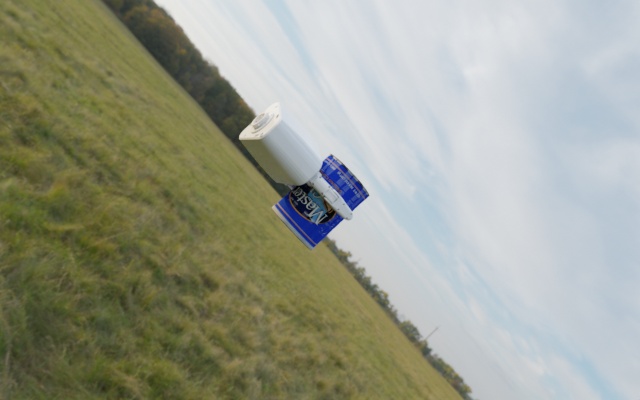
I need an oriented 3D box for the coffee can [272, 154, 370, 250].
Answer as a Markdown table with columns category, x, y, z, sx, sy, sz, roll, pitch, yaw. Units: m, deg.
| category | x | y | z | sx | sy | sz | roll | pitch | yaw |
| --- | --- | --- | --- | --- | --- | --- | --- | --- | --- |
| coffee can | 0.000 | 0.003 | 0.836 | 0.140 | 0.103 | 0.103 | -43 | 2 | -2 |
